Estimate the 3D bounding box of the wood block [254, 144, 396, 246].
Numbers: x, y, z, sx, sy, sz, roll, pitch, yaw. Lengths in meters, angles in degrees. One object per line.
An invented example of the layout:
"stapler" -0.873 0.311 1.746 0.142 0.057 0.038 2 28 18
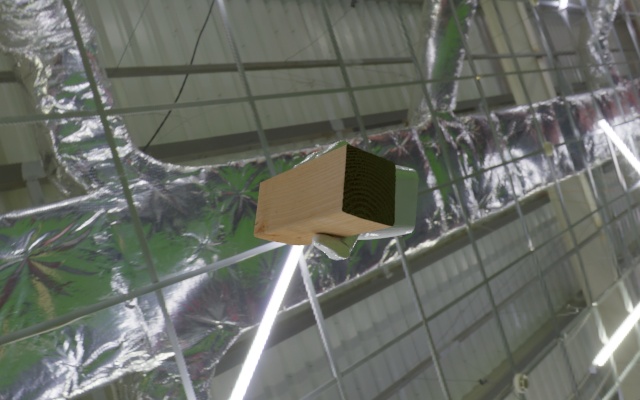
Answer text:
"wood block" 0.000 0.003 0.674 0.090 0.090 0.206 17 -22 -35
